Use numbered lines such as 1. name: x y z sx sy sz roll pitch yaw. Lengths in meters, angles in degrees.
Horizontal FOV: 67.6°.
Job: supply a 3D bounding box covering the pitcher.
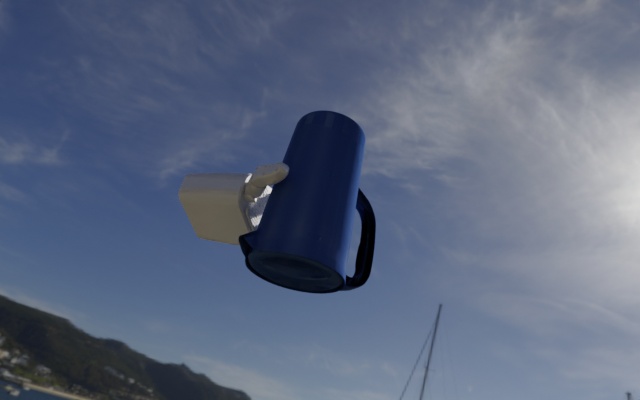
1. pitcher: 0.000 0.002 0.669 0.145 0.242 0.149 2 -31 22
